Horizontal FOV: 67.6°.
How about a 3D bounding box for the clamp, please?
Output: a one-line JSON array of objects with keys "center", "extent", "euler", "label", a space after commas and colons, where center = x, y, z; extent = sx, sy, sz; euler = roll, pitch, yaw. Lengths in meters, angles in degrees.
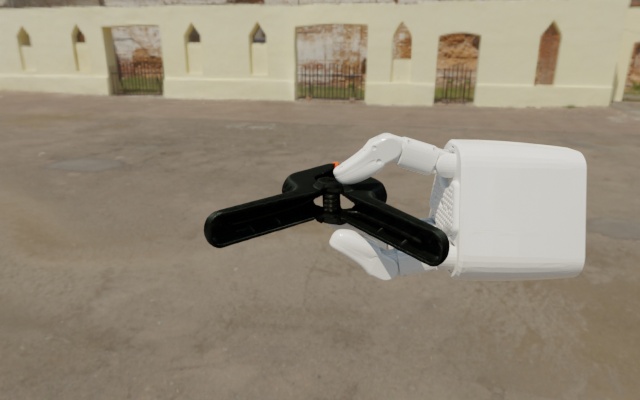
[{"center": [0.000, 0.000, 0.402], "extent": [0.164, 0.036, 0.210], "euler": [4, 16, -3], "label": "clamp"}]
